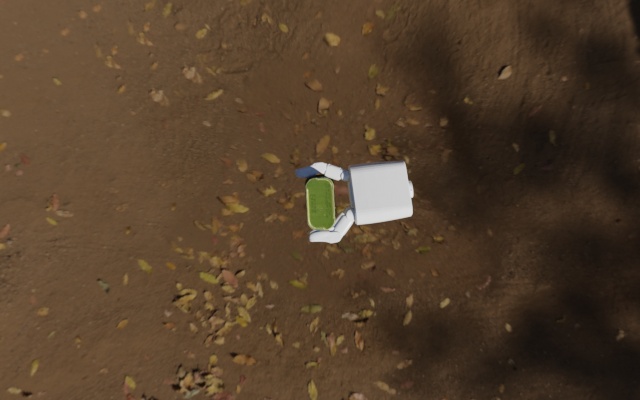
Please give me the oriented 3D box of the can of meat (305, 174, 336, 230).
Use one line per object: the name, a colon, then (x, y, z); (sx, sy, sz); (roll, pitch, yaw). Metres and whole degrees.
can of meat: (0.000, 0.003, 0.900); (0.057, 0.102, 0.084); (-4, 5, 0)
